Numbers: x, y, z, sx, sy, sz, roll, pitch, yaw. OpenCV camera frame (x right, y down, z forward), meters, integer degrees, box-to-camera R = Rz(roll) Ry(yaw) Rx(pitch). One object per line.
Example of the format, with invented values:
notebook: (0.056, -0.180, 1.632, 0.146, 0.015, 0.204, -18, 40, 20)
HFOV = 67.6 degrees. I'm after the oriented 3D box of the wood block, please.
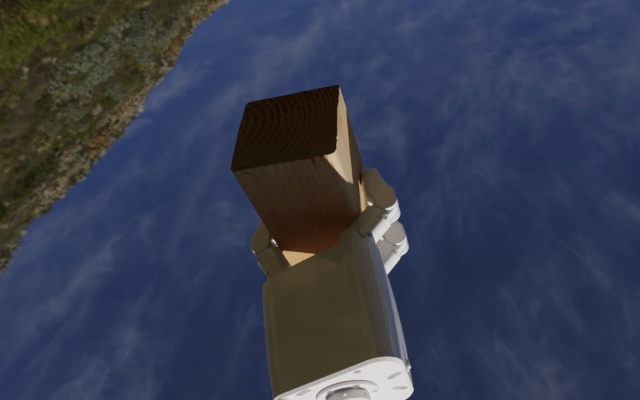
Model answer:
wood block: (0.000, 0.002, 0.472, 0.091, 0.090, 0.206, -8, -41, 14)
